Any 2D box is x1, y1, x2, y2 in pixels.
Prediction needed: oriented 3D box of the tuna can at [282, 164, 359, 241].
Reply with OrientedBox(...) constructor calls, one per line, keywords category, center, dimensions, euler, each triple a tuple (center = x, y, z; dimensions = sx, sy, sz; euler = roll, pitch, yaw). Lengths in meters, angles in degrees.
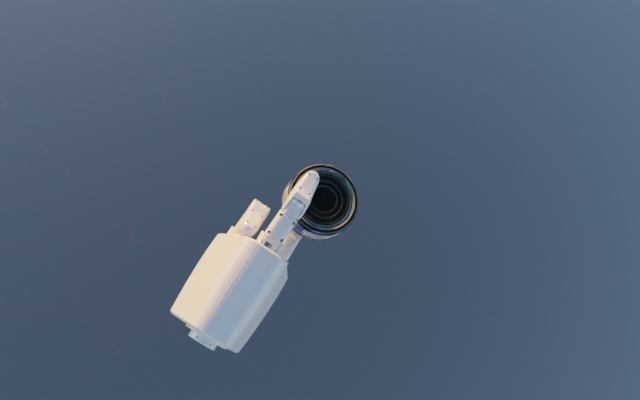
OrientedBox(category="tuna can", center=(0.000, 0.002, 0.554), dimensions=(0.086, 0.086, 0.034), euler=(0, -15, -17))
